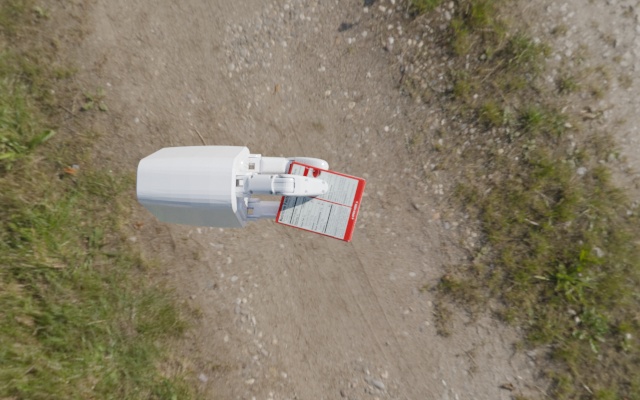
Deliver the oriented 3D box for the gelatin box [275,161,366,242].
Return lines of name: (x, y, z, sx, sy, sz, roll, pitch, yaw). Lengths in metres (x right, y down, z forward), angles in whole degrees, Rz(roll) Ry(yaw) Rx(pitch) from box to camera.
gelatin box: (0.000, 0.002, 0.546, 0.089, 0.073, 0.030, 14, -4, 4)
